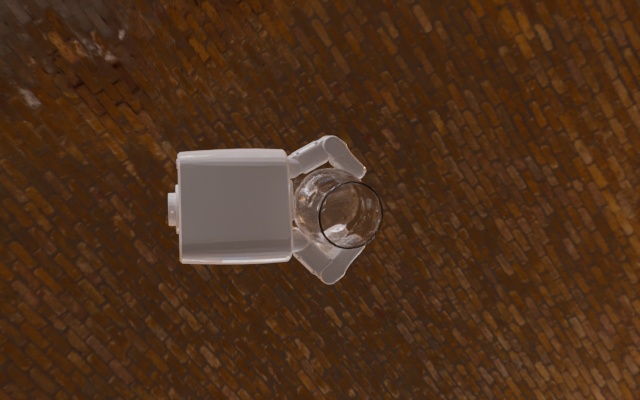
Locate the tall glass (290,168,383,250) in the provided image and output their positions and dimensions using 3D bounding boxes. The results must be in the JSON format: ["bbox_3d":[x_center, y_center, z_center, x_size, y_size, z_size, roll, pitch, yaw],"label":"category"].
[{"bbox_3d":[0.000,0.002,0.518,0.079,0.079,0.201,0,7,-17],"label":"tall glass"}]
